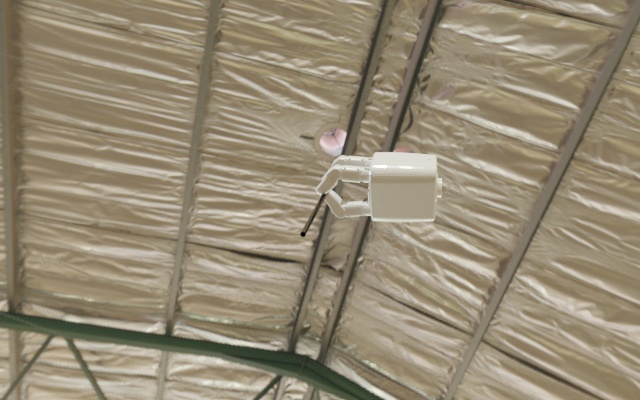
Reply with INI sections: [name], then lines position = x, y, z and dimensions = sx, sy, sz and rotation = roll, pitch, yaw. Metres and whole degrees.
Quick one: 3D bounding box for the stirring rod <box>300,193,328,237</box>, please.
[stirring rod]
position = 0.000, 0.003, 0.774
dimensions = 0.011, 0.011, 0.239
rotation = 0, 22, 13
